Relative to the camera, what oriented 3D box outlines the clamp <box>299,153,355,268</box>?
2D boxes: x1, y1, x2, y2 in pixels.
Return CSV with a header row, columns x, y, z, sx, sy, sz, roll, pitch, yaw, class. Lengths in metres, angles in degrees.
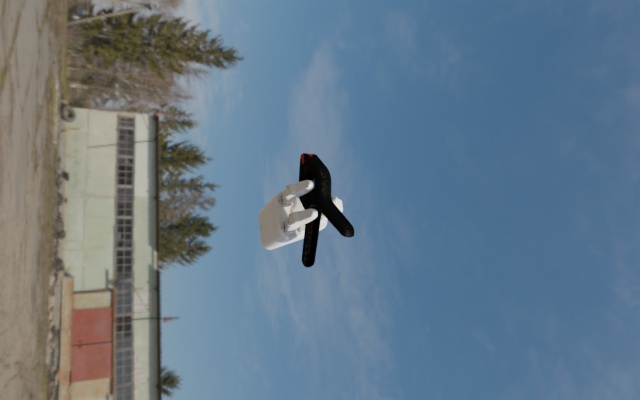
x,y,z,sx,sy,sz,roll,pitch,yaw,class
0.001,0.002,0.870,0.036,0.210,0.164,3,-20,-31,clamp
